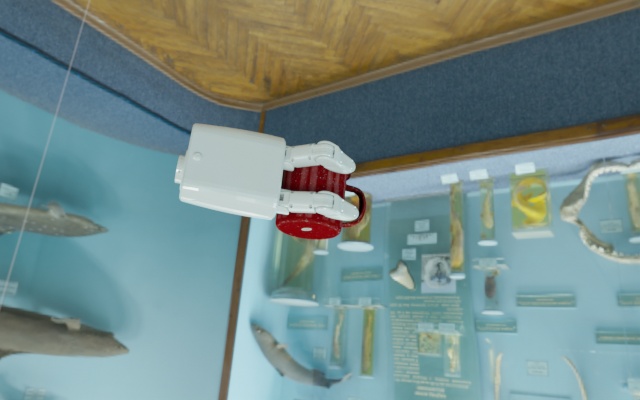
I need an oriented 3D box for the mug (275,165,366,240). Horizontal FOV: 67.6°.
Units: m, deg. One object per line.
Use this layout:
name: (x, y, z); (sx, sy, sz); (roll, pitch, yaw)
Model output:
mug: (0.001, 0.002, 0.597); (0.117, 0.081, 0.093); (11, -20, -13)
